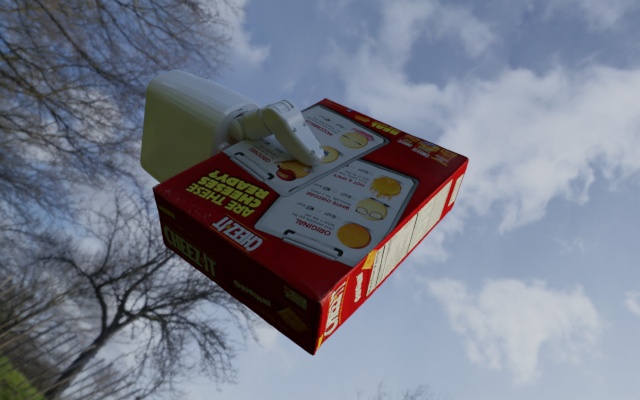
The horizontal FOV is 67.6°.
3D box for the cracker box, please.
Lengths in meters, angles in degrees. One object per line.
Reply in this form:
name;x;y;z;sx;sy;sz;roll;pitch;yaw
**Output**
cracker box;0.000;0.001;0.407;0.164;0.072;0.213;29;45;27
